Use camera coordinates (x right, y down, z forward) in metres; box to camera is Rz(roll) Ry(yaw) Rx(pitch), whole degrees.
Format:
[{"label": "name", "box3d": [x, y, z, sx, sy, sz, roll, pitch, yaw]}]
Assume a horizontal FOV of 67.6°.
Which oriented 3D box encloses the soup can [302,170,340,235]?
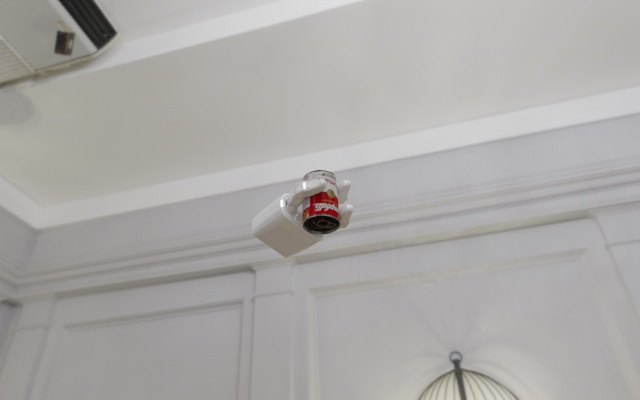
[{"label": "soup can", "box3d": [0.000, 0.002, 0.886, 0.068, 0.102, 0.069, -2, -34, -1]}]
